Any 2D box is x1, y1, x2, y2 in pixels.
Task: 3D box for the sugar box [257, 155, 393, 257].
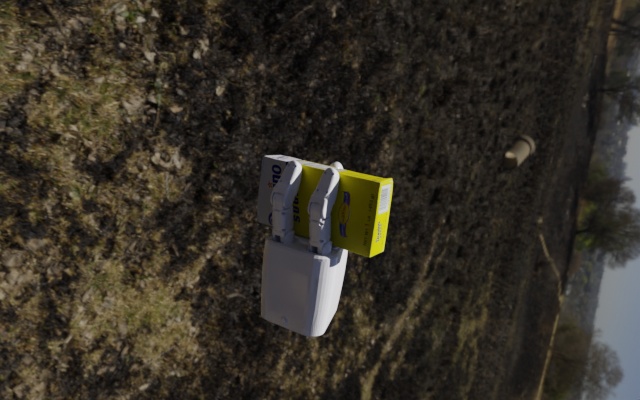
[{"bbox_3d":[0.000,0.002,0.604,0.176,0.093,0.048,13,14,29],"label":"sugar box"}]
